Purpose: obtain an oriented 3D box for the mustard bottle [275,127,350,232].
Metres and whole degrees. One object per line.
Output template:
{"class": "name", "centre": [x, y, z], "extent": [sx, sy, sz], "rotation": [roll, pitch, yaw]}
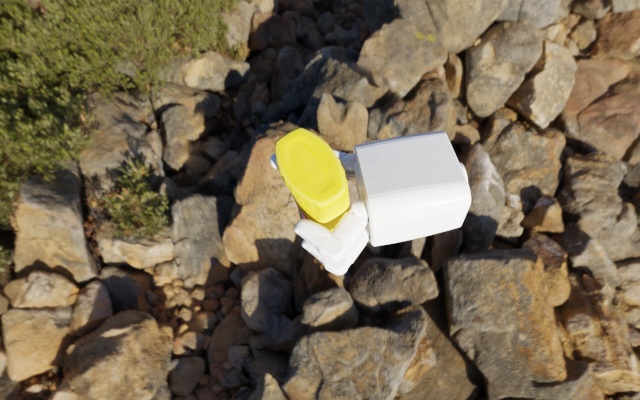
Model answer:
{"class": "mustard bottle", "centre": [0.000, 0.002, 0.555], "extent": [0.058, 0.096, 0.192], "rotation": [-33, -23, -7]}
